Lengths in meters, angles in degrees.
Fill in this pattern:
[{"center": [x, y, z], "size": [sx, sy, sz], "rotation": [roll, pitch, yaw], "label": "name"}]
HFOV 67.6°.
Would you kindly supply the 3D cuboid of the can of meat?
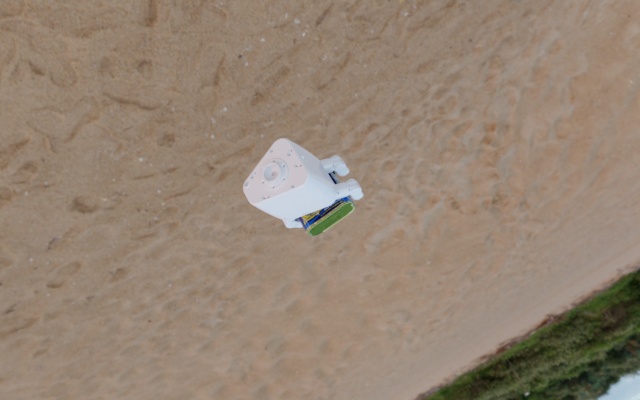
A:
[{"center": [0.000, 0.003, 0.848], "size": [0.102, 0.084, 0.057], "rotation": [-36, -25, 9], "label": "can of meat"}]
